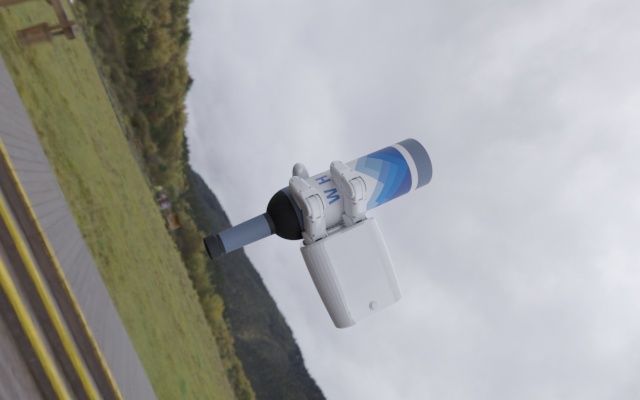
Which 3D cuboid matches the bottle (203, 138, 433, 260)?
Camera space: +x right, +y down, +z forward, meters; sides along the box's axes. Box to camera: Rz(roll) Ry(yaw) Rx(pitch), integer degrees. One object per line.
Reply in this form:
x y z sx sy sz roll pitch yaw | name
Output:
0.000 0.002 0.588 0.295 0.069 0.069 -23 8 -19 | bottle
